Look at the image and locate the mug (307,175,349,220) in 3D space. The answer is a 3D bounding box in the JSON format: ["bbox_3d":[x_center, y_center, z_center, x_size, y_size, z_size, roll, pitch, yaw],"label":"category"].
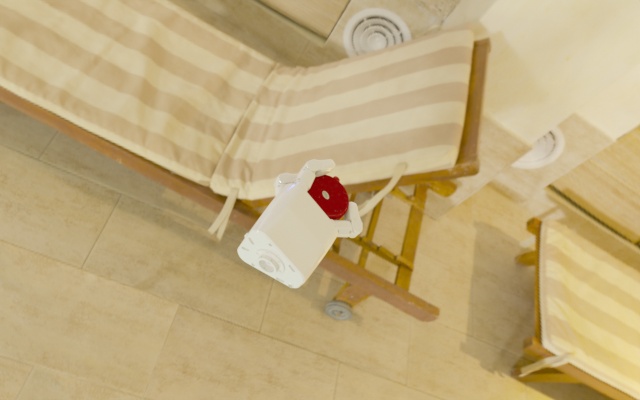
[{"bbox_3d":[0.001,0.002,0.793,0.117,0.093,0.081,-52,3,-40],"label":"mug"}]
